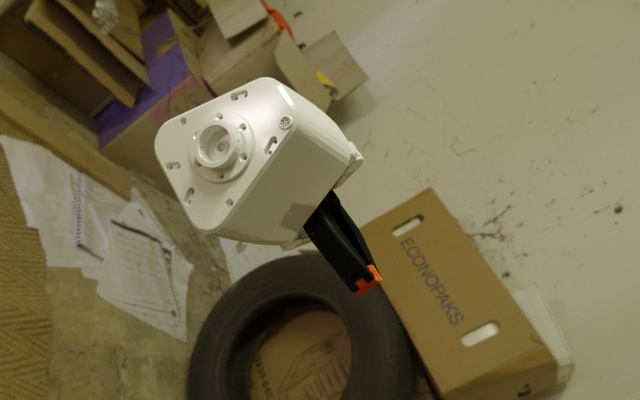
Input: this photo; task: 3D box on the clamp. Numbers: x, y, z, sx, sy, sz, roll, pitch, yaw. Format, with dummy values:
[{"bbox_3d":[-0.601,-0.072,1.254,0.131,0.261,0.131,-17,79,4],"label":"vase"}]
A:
[{"bbox_3d":[0.001,0.002,0.498,0.036,0.210,0.164,-38,-19,15],"label":"clamp"}]
